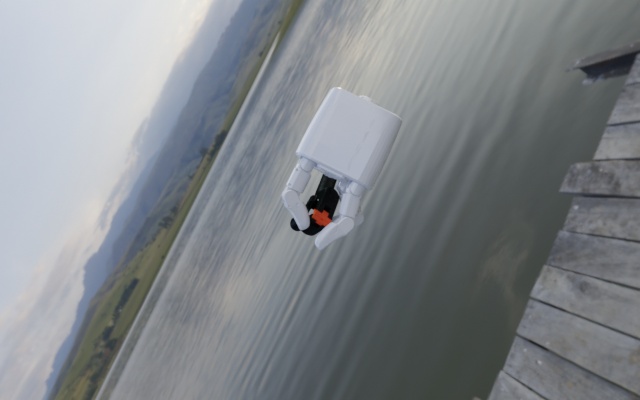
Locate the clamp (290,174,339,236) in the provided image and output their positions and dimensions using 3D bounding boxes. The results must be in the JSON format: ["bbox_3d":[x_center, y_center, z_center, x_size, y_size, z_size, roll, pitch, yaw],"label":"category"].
[{"bbox_3d":[0.000,0.002,0.733,0.039,0.120,0.171,28,-2,-13],"label":"clamp"}]
